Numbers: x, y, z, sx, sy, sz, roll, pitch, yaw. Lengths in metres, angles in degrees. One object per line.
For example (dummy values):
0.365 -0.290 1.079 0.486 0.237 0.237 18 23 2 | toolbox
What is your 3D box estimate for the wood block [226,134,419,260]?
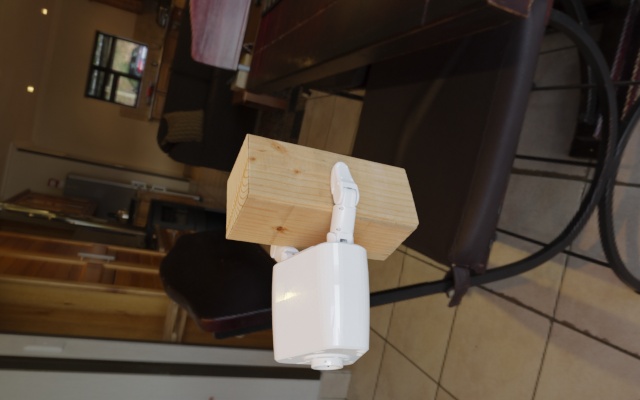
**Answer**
0.000 0.002 0.574 0.206 0.090 0.091 10 -40 -22 | wood block
